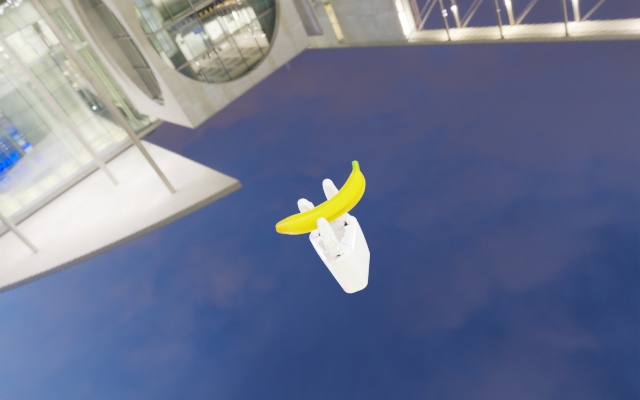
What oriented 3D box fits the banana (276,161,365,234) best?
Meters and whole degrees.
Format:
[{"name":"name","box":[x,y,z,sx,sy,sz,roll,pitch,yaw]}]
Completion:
[{"name":"banana","box":[0.013,0.009,0.861,0.198,0.037,0.069,-38,45,-12]}]
